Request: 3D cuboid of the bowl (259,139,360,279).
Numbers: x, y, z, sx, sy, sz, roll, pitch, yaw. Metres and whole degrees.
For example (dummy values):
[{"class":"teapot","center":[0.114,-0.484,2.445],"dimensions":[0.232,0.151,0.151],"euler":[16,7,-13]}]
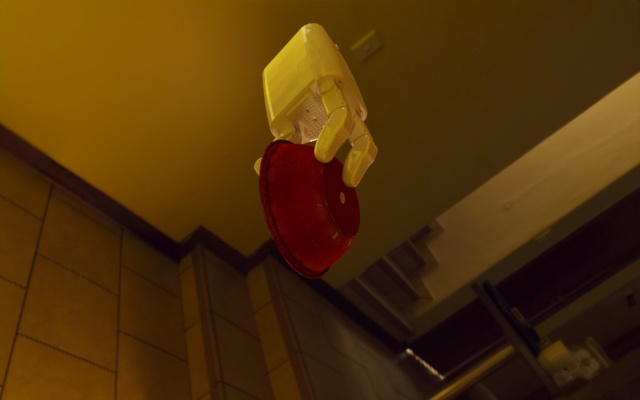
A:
[{"class":"bowl","center":[0.001,0.003,0.528],"dimensions":[0.055,0.162,0.162],"euler":[-16,-7,24]}]
